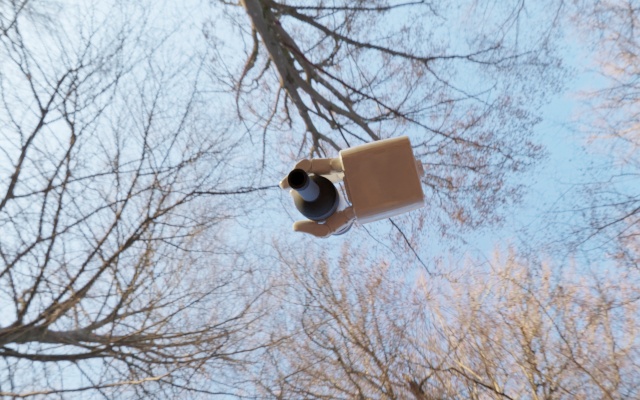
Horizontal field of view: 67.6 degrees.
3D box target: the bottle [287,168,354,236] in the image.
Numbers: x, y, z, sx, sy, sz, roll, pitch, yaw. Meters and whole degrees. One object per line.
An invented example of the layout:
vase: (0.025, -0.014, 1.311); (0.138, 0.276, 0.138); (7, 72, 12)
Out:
bottle: (0.000, 0.003, 0.747); (0.069, 0.069, 0.296); (0, -12, 12)
